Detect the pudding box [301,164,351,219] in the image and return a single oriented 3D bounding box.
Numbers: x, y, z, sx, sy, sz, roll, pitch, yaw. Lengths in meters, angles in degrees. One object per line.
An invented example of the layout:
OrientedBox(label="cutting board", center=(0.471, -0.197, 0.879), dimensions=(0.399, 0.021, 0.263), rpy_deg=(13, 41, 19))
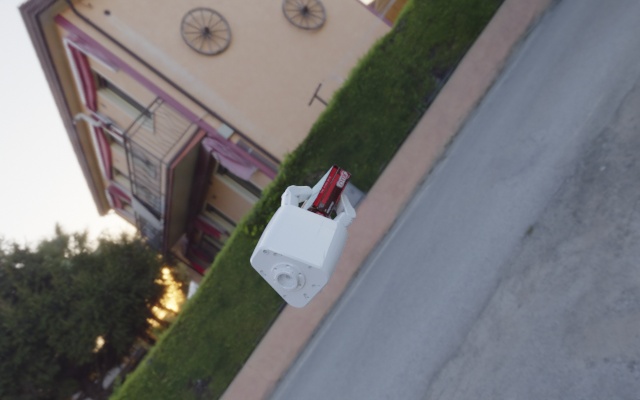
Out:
OrientedBox(label="pudding box", center=(0.000, 0.003, 0.791), dimensions=(0.039, 0.090, 0.113), rpy_deg=(34, -28, -8))
